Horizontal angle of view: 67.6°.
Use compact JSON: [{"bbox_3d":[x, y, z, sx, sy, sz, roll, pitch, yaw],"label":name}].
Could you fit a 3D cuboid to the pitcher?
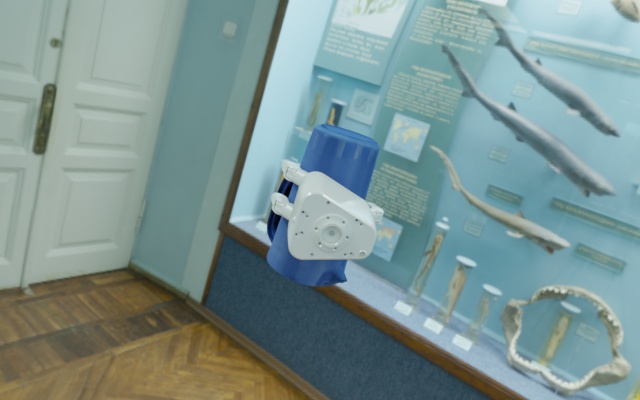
[{"bbox_3d":[0.000,0.003,0.774,0.149,0.243,0.145,17,14,-5],"label":"pitcher"}]
